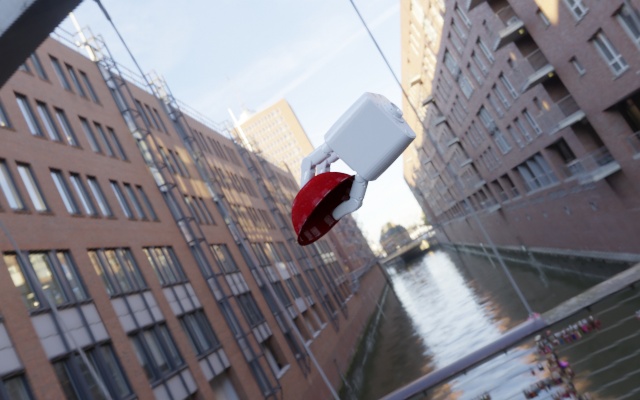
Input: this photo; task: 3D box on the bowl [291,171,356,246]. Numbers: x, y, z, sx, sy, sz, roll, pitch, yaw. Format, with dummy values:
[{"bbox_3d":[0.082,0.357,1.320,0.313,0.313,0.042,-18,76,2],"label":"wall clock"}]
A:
[{"bbox_3d":[-0.001,0.004,0.846,0.055,0.162,0.162,41,15,19],"label":"bowl"}]
